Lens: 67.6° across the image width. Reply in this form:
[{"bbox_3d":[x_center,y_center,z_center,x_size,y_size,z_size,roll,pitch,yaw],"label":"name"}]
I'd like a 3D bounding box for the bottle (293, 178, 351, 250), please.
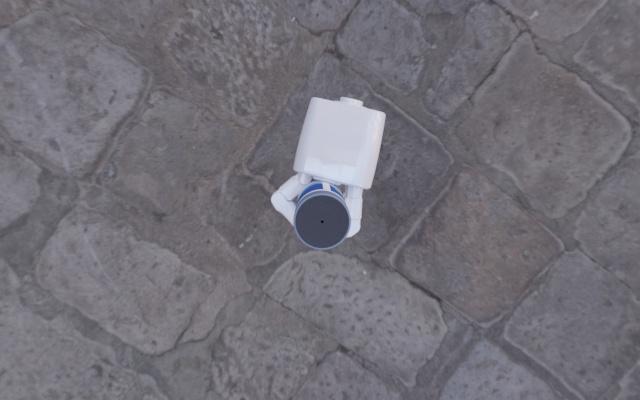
[{"bbox_3d":[0.000,0.002,0.690,0.069,0.069,0.295,0,9,-1],"label":"bottle"}]
